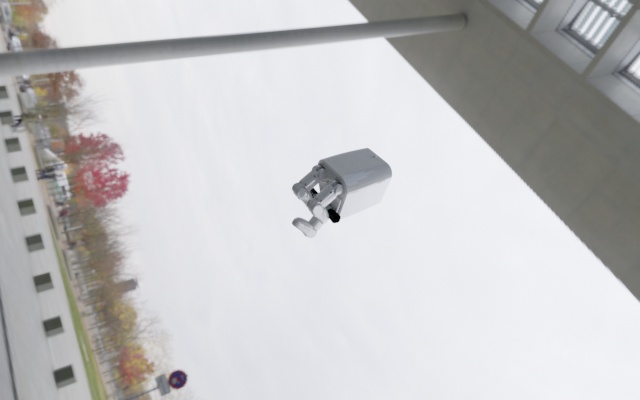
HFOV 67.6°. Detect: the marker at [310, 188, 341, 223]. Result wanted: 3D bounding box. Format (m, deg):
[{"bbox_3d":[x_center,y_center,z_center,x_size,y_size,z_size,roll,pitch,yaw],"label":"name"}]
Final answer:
[{"bbox_3d":[0.000,0.003,0.881,0.020,0.020,0.121,0,33,-38],"label":"marker"}]
